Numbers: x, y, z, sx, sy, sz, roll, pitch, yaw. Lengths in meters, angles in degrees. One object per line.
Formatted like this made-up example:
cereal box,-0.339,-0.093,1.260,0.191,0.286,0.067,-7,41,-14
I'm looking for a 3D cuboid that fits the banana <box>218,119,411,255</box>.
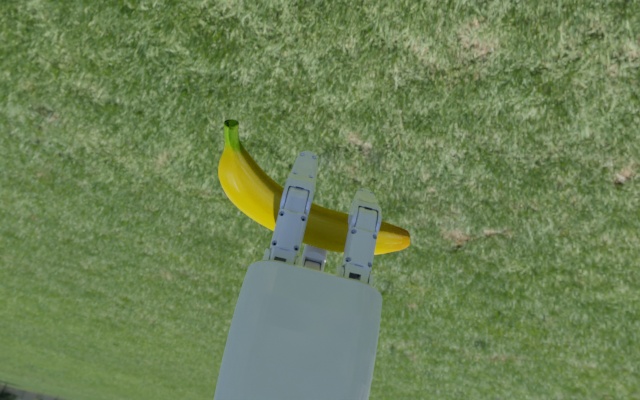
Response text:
banana,-0.013,0.008,0.419,0.198,0.037,0.070,30,-44,-21
